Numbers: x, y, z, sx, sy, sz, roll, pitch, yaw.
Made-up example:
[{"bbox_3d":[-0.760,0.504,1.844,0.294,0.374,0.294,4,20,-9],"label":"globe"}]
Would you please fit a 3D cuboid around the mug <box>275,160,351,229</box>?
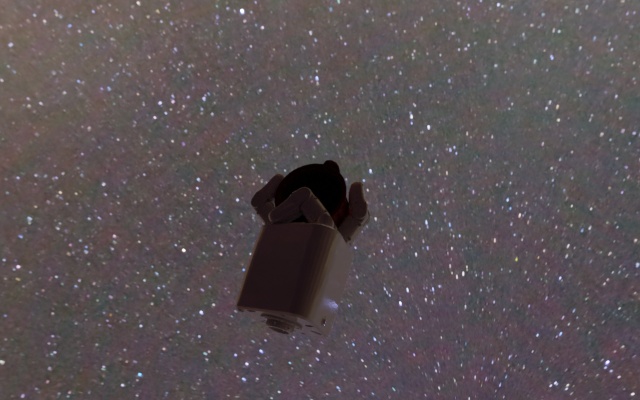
[{"bbox_3d":[0.001,0.001,0.632,0.093,0.117,0.081,9,-28,21],"label":"mug"}]
